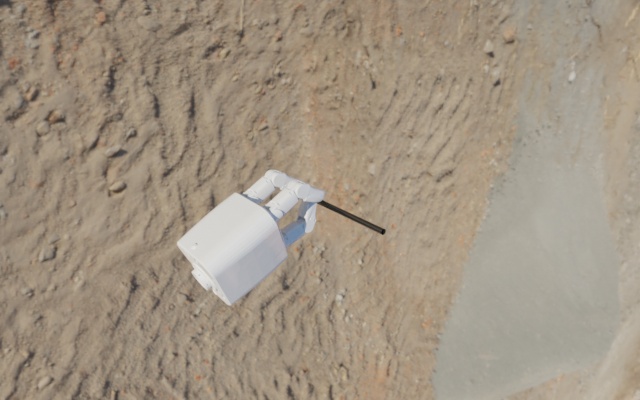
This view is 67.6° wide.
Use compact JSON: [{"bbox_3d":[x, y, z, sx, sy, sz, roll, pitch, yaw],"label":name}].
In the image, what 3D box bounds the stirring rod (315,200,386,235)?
[{"bbox_3d":[0.000,0.002,0.670,0.011,0.011,0.239,0,18,-42],"label":"stirring rod"}]
